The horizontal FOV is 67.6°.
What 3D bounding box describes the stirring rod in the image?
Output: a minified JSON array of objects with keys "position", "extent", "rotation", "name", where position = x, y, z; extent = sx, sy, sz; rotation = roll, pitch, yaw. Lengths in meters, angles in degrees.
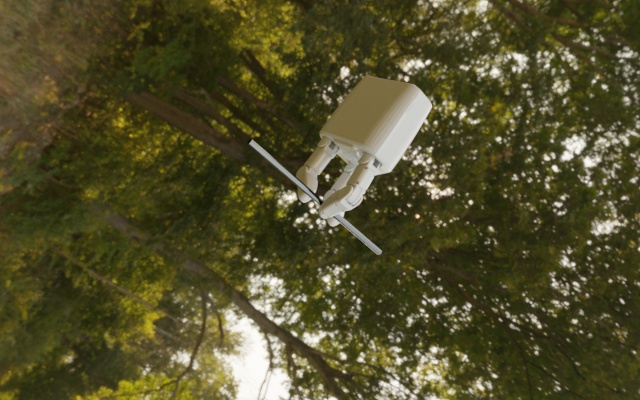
[{"position":[0.000,0.002,0.603],"extent":[0.240,0.011,0.011],"rotation":[41,-21,-27],"name":"stirring rod"}]
